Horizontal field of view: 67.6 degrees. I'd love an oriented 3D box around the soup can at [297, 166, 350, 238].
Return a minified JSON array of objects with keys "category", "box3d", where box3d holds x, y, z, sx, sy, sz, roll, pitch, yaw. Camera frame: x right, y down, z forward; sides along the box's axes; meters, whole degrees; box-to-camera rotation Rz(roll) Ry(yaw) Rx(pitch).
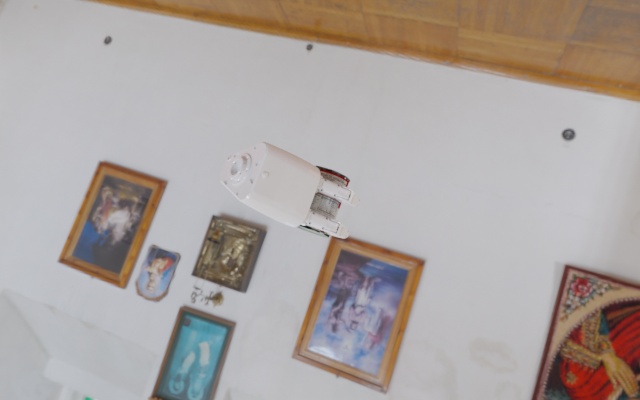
[{"category":"soup can","box3d":[0.000,0.003,0.783,0.068,0.102,0.068,20,-8,3]}]
